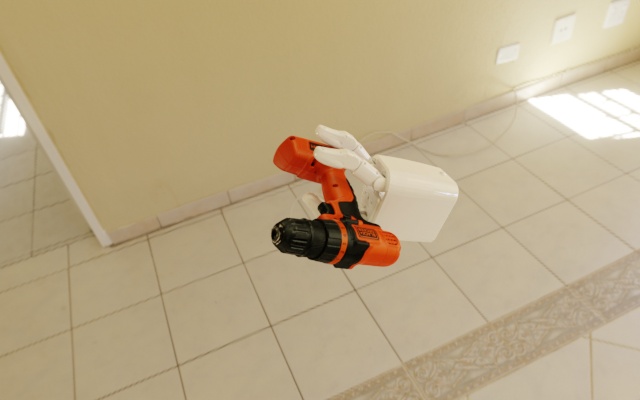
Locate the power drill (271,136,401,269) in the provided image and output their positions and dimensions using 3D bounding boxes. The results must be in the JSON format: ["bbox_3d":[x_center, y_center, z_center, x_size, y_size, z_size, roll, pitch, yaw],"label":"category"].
[{"bbox_3d":[0.000,0.002,0.606,0.184,0.187,0.057,13,-49,-38],"label":"power drill"}]
